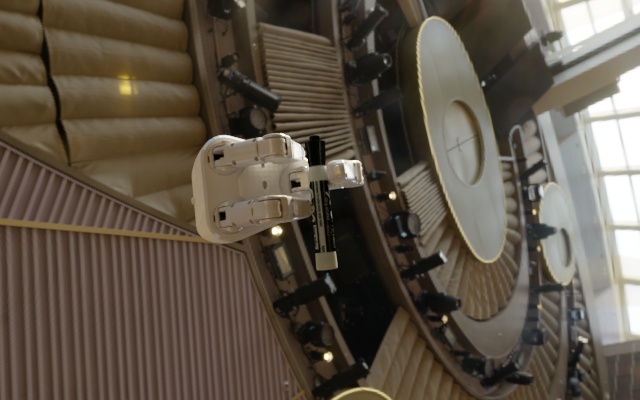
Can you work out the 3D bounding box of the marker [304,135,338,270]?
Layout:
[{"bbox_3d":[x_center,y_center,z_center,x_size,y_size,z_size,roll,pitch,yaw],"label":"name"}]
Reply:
[{"bbox_3d":[0.000,0.001,0.429,0.020,0.121,0.020,-6,-5,0],"label":"marker"}]
